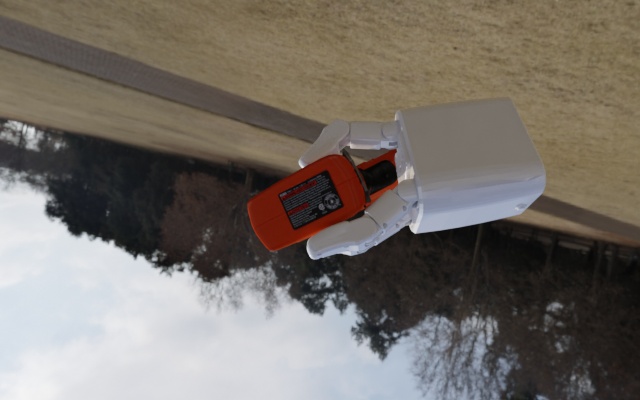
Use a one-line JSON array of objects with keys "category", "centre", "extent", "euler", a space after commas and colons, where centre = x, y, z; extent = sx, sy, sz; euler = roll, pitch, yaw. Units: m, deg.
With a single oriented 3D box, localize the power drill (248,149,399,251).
[{"category": "power drill", "centre": [0.000, 0.002, 0.497], "extent": [0.184, 0.057, 0.187], "euler": [-29, -3, 19]}]
